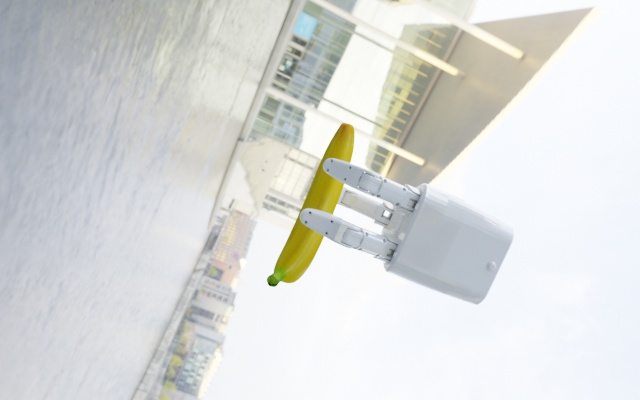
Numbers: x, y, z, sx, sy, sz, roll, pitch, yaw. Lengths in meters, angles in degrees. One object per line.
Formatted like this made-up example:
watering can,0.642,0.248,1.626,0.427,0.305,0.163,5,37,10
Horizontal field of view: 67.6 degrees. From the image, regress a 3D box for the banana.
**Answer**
banana,-0.004,0.011,0.517,0.037,0.197,0.070,23,-20,1
